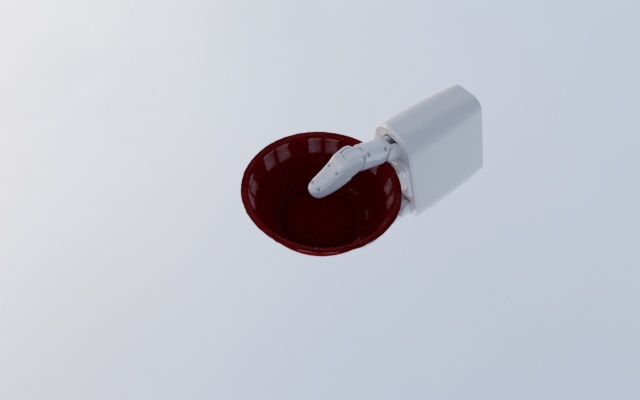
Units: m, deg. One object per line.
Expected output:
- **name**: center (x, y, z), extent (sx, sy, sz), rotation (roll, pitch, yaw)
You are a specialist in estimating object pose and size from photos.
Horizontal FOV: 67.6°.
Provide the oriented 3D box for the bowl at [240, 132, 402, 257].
- **bowl**: center (-0.001, 0.002, 0.497), extent (0.162, 0.162, 0.055), rotation (0, -40, -4)
